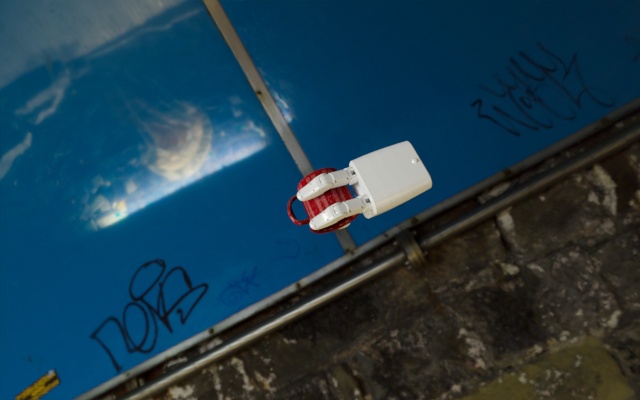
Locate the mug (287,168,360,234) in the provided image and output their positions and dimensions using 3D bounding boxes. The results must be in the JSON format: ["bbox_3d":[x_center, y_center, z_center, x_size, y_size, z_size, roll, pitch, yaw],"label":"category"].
[{"bbox_3d":[-0.001,0.003,0.812,0.117,0.081,0.093,-21,-24,-7],"label":"mug"}]
